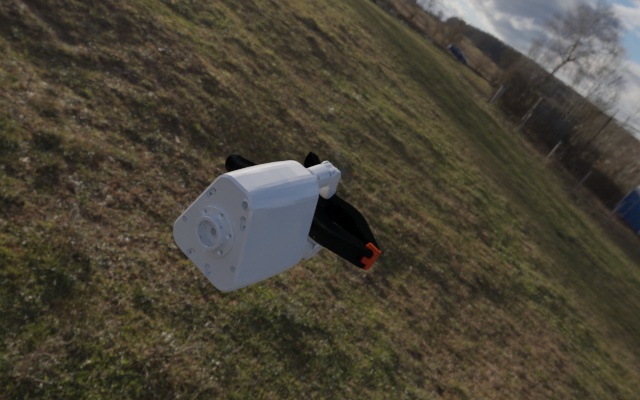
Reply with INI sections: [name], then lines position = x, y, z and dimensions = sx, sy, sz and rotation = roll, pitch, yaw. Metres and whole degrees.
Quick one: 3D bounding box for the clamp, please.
[clamp]
position = 0.001, 0.002, 0.607
dimensions = 0.210, 0.036, 0.164
rotation = 41, 31, 19
